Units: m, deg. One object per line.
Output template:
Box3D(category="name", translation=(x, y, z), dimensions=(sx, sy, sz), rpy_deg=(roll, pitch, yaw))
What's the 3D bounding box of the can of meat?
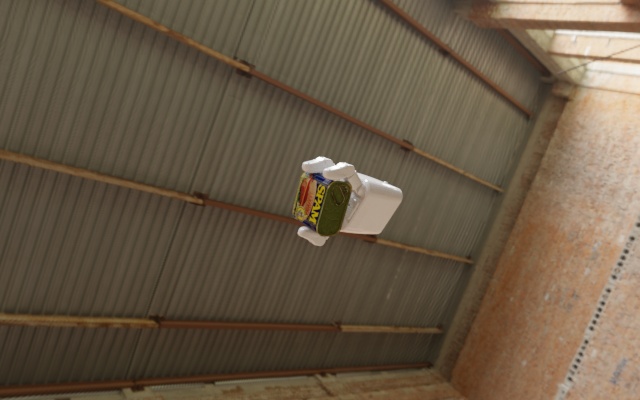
Box3D(category="can of meat", translation=(0.000, 0.003, 0.858), dimensions=(0.057, 0.102, 0.084), rpy_deg=(7, 14, -41))
